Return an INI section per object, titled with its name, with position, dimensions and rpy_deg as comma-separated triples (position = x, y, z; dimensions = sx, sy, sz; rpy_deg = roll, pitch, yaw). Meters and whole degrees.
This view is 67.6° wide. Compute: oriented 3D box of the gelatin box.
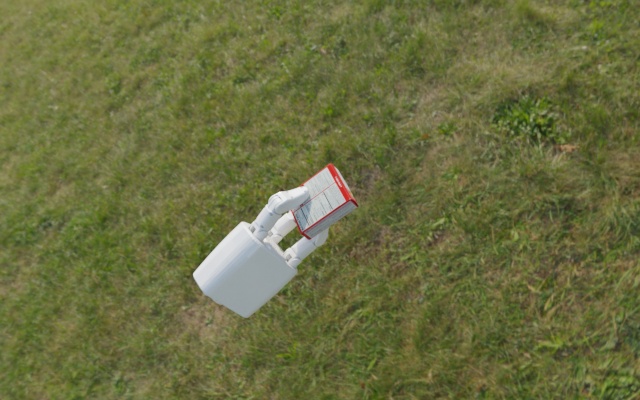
[gelatin box]
position = 0.000, 0.002, 0.684
dimensions = 0.089, 0.073, 0.030
rpy_deg = -36, -37, 12
